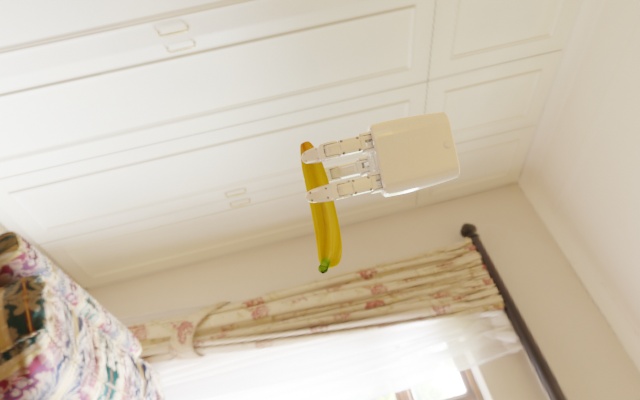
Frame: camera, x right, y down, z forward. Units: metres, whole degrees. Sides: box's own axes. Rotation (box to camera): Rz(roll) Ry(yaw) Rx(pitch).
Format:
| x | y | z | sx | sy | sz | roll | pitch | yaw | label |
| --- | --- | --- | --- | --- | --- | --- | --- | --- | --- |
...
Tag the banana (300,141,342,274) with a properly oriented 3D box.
| x | y | z | sx | sy | sz | roll | pitch | yaw | label |
| --- | --- | --- | --- | --- | --- | --- | --- | --- | --- |
| 0.003 | 0.013 | 0.673 | 0.037 | 0.197 | 0.070 | -12 | -24 | 2 | banana |
